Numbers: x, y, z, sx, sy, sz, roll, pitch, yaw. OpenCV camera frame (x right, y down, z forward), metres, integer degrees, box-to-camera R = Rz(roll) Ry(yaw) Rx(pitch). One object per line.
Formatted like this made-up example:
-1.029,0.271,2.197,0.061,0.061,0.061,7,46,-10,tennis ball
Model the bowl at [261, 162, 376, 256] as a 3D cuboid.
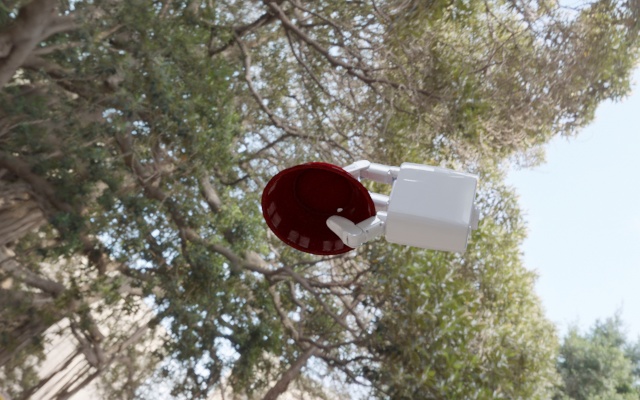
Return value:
-0.001,0.002,0.678,0.162,0.162,0.055,0,37,11,bowl
